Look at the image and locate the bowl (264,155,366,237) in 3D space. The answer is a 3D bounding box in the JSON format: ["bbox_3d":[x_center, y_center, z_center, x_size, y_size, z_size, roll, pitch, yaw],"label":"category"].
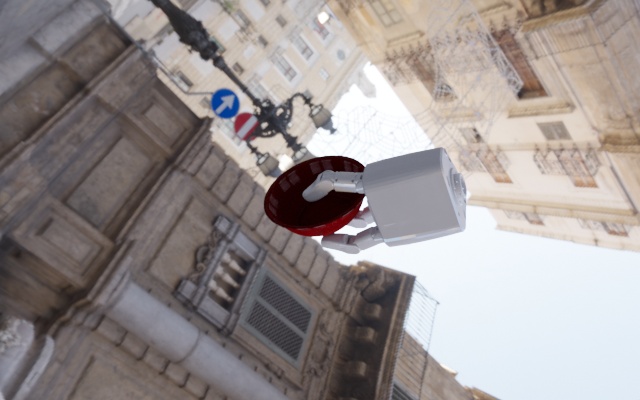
[{"bbox_3d":[-0.001,0.002,0.710,0.162,0.055,0.162,-12,39,10],"label":"bowl"}]
